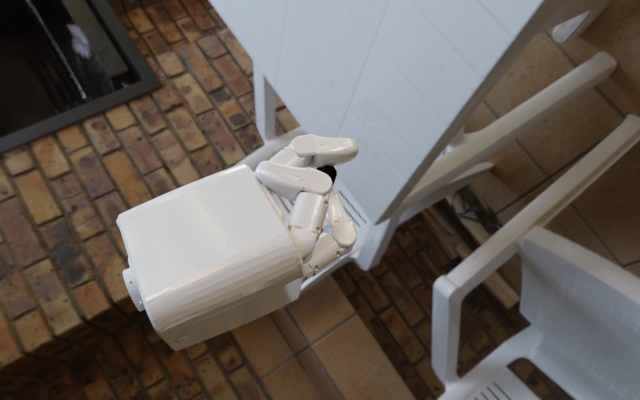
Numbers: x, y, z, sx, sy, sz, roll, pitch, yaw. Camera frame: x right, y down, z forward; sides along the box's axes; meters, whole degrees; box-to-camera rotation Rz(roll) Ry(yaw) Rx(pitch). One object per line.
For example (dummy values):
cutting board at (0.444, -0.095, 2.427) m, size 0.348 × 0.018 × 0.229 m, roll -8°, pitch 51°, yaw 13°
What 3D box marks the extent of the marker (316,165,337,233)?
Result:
marker at (0.000, 0.001, 0.464) m, size 0.020 × 0.020 × 0.121 m, roll 0°, pitch -28°, yaw -6°
